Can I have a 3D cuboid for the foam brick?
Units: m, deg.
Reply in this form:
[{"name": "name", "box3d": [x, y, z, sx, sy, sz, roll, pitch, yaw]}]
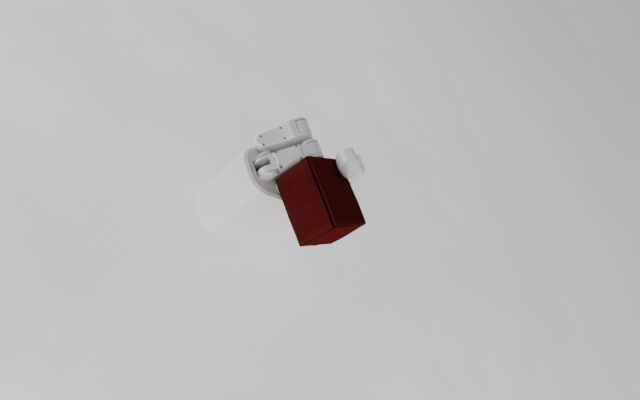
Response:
[{"name": "foam brick", "box3d": [0.000, 0.002, 0.483, 0.051, 0.078, 0.053, -34, -22, 35]}]
